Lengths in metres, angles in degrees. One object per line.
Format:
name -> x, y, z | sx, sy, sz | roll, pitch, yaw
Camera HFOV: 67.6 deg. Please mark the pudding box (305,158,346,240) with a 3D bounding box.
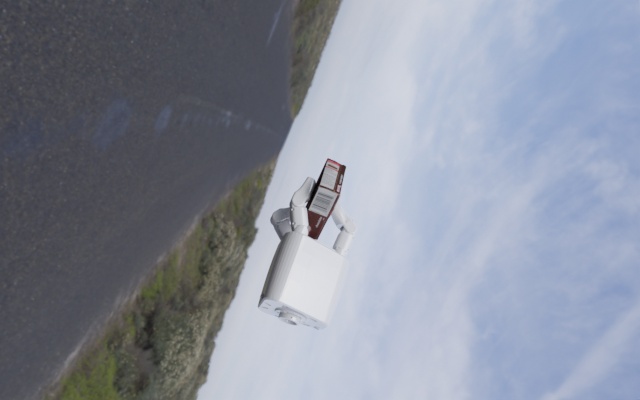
pudding box -> 0.000, 0.003, 0.764 | 0.039, 0.113, 0.090 | 24, 34, -6
